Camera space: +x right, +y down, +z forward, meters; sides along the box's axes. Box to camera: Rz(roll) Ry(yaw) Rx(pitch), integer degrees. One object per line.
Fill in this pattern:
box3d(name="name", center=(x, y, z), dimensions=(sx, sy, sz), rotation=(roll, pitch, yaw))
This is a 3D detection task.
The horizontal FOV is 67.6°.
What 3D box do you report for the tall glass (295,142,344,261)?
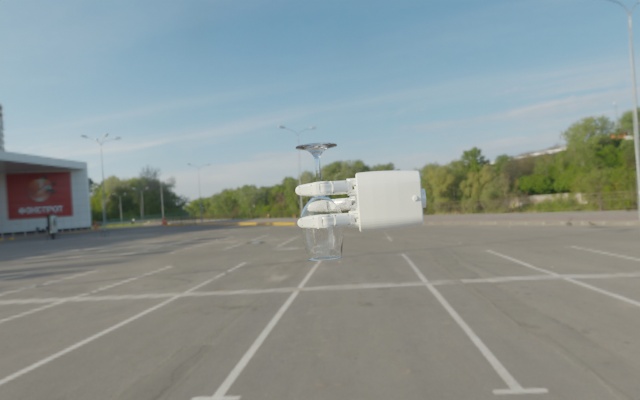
box3d(name="tall glass", center=(0.000, 0.002, 0.843), dimensions=(0.079, 0.201, 0.079), rotation=(-4, -1, 0))
